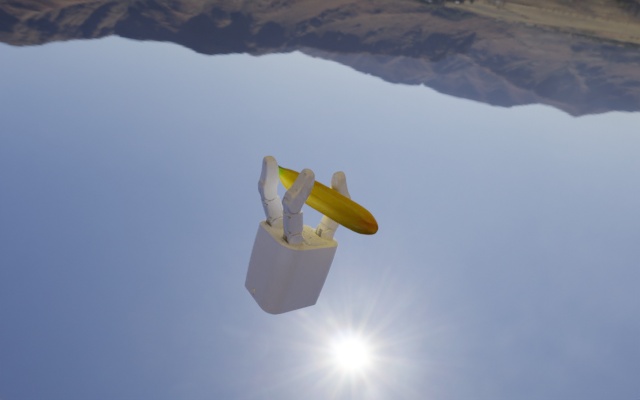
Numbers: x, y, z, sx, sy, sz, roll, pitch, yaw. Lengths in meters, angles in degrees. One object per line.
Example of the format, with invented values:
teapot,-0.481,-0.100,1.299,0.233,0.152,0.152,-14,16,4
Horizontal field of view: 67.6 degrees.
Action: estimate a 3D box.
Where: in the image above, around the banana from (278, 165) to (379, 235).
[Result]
banana,0.008,0.003,0.648,0.197,0.037,0.069,29,10,33
